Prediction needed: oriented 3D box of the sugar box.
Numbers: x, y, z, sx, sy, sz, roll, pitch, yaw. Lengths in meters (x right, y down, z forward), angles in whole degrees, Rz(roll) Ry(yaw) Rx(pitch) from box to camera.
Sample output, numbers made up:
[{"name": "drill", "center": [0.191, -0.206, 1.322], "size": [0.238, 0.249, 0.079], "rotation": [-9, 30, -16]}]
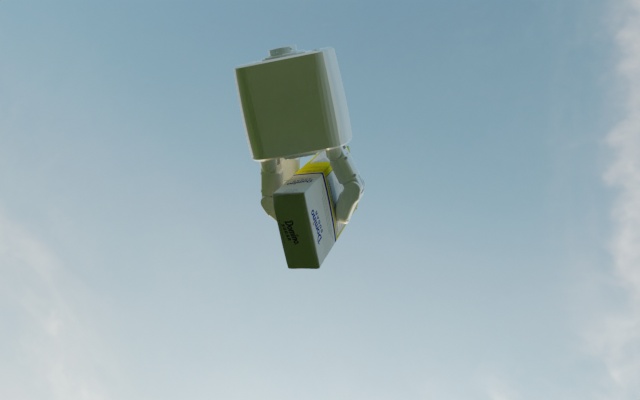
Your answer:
[{"name": "sugar box", "center": [0.000, 0.002, 0.587], "size": [0.048, 0.093, 0.176], "rotation": [-2, 21, 23]}]
